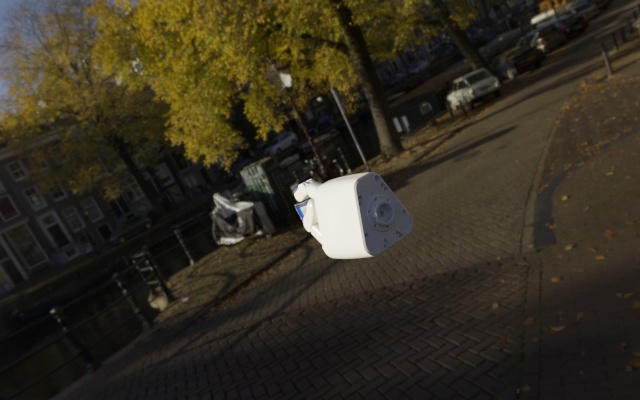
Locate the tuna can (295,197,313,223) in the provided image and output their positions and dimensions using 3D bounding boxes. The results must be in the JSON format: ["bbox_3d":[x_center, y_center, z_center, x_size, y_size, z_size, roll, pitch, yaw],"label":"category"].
[{"bbox_3d":[0.000,0.002,0.806,0.086,0.034,0.086,-28,6,3],"label":"tuna can"}]
